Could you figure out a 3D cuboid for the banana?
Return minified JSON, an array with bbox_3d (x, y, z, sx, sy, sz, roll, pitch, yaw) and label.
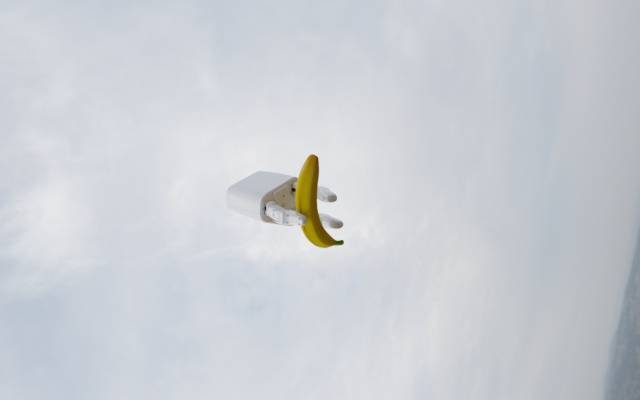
[{"bbox_3d":[-0.012,0.015,0.844,0.037,0.198,0.069,19,47,43],"label":"banana"}]
